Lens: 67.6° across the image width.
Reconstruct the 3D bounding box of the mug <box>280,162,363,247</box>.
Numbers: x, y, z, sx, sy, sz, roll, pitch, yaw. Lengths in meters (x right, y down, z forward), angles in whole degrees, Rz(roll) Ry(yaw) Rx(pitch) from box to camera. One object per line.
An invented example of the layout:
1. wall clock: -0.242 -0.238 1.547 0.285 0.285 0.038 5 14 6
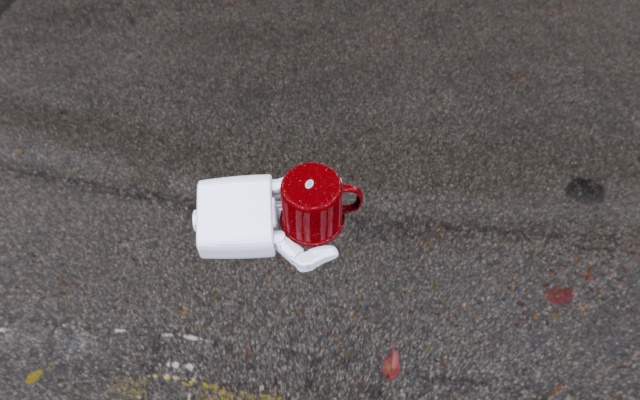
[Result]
1. mug: 0.002 0.002 0.649 0.117 0.093 0.082 -4 -36 -3
